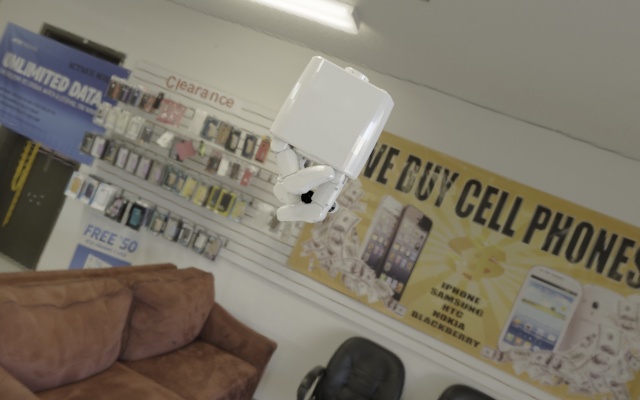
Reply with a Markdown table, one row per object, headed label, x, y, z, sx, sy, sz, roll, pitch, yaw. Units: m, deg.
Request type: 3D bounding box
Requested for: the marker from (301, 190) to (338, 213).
| label | x | y | z | sx | sy | sz | roll | pitch | yaw |
| --- | --- | --- | --- | --- | --- | --- | --- | --- | --- |
| marker | 0.000 | 0.002 | 0.628 | 0.020 | 0.020 | 0.121 | 0 | -6 | 16 |
